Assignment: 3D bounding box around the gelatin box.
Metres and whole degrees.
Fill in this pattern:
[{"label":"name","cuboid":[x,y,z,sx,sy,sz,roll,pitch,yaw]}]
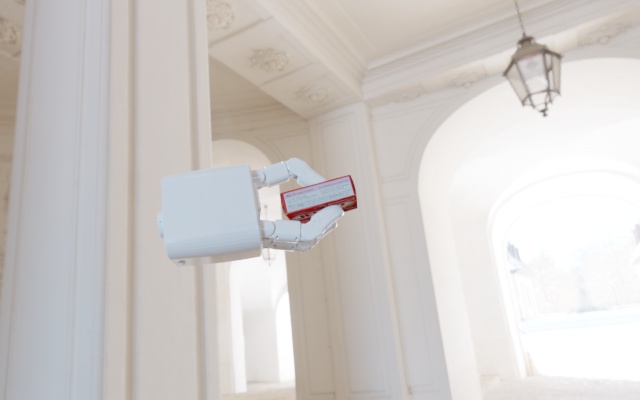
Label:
[{"label":"gelatin box","cuboid":[0.000,0.001,0.589,0.089,0.030,0.073,-16,-14,2]}]
